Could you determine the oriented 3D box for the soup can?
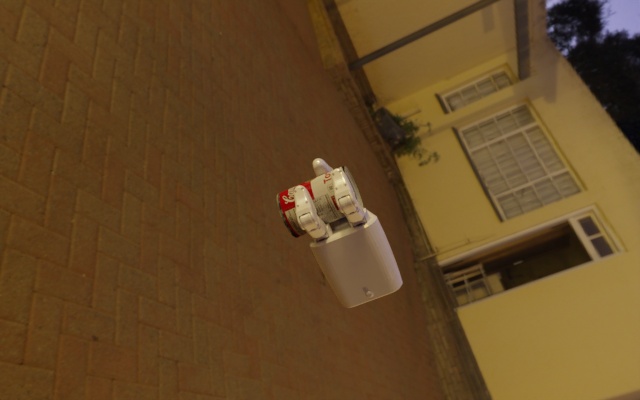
[{"bbox_3d":[0.000,0.002,0.659,0.102,0.068,0.068,-23,-5,12],"label":"soup can"}]
